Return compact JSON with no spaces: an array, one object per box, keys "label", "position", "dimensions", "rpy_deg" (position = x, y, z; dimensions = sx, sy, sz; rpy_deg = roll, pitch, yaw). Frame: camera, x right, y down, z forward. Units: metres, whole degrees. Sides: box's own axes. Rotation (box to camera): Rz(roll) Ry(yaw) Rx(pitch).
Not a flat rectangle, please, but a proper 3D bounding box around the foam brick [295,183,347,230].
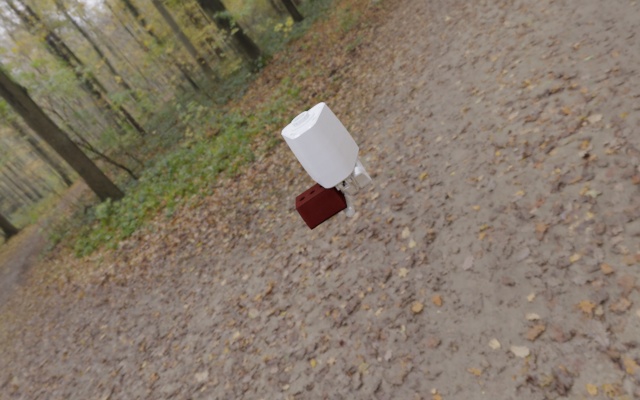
[{"label":"foam brick","position":[0.000,0.003,0.840],"dimensions":[0.078,0.051,0.053],"rpy_deg":[-34,22,11]}]
